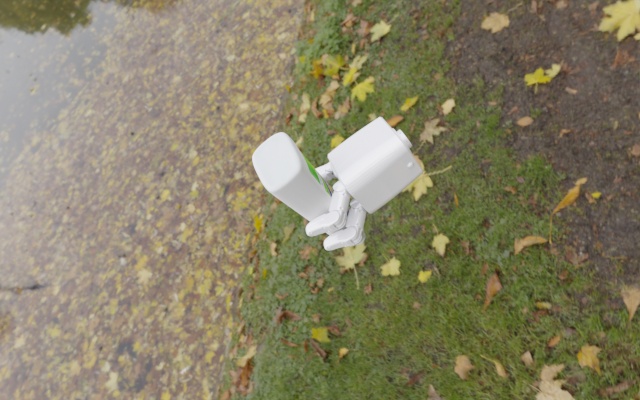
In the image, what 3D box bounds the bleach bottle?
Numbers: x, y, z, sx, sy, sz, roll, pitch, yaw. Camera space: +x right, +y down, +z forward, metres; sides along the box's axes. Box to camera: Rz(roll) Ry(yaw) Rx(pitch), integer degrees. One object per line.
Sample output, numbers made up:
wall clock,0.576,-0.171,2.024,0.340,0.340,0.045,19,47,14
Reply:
bleach bottle,0.000,0.003,0.752,0.068,0.102,0.251,-37,-42,9
